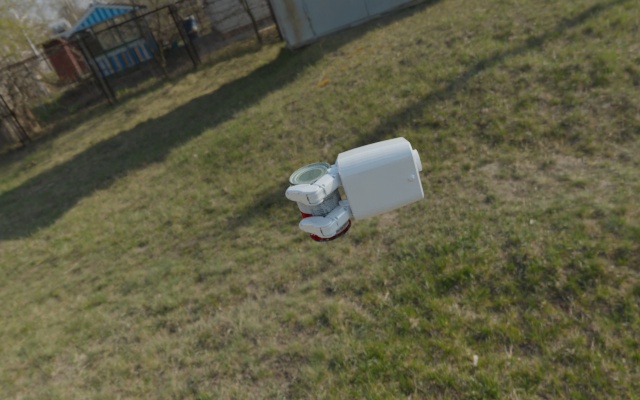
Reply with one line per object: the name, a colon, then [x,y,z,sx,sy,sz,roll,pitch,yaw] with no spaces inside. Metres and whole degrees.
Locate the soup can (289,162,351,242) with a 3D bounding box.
soup can: [0.000,0.002,0.721,0.068,0.102,0.068,-16,27,9]
